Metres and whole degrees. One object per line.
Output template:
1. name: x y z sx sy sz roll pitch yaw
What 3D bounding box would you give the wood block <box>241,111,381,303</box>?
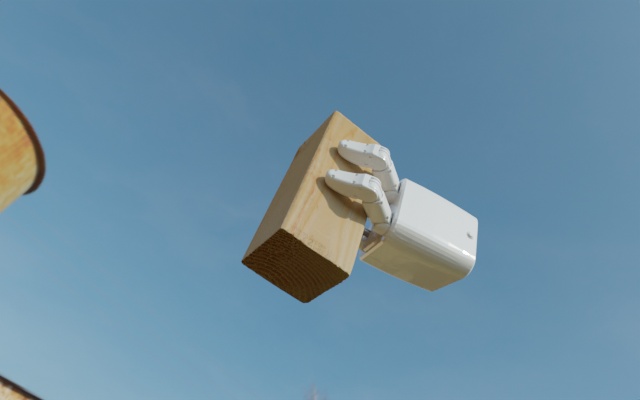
1. wood block: 0.000 0.002 0.562 0.090 0.206 0.091 36 -45 -14
